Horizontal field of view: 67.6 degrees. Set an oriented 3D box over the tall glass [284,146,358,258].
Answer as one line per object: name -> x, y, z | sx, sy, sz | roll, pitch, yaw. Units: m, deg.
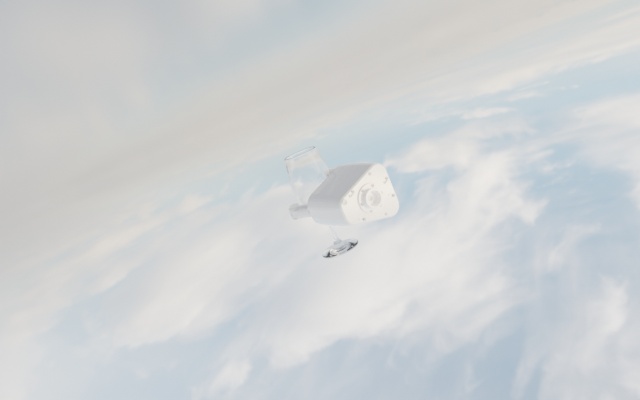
tall glass -> 0.000, 0.004, 0.892 | 0.079, 0.201, 0.079 | -22, 13, 5
